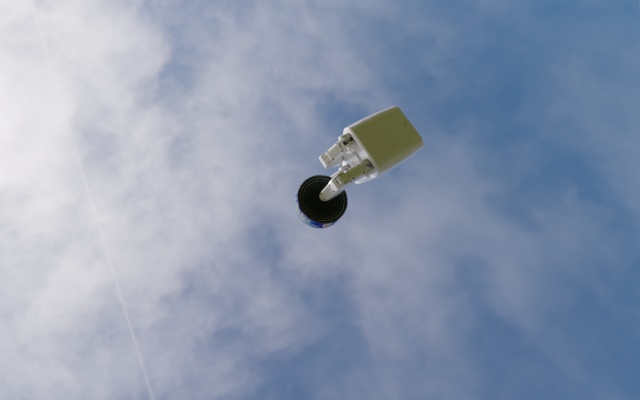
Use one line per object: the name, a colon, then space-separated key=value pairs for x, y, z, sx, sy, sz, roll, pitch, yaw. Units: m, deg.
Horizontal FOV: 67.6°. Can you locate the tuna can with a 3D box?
tuna can: x=0.000 y=0.003 z=0.801 sx=0.086 sy=0.086 sz=0.034 roll=0 pitch=-20 yaw=-15
